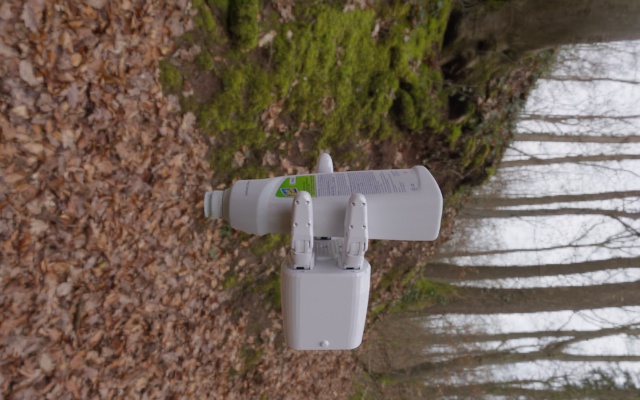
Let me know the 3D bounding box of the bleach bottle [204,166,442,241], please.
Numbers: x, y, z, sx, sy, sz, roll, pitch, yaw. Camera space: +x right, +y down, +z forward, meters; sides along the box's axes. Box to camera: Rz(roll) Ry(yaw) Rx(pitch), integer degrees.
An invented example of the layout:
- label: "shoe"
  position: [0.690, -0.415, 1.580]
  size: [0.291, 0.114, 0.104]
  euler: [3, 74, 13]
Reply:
- label: "bleach bottle"
  position: [0.000, 0.002, 0.535]
  size: [0.251, 0.068, 0.102]
  euler: [1, 23, -2]
